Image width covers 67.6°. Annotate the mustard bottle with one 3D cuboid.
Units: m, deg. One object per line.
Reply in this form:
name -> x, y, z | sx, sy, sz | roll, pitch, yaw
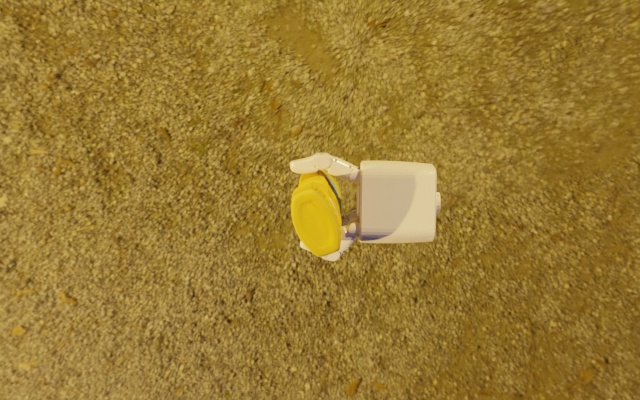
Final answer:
mustard bottle -> 0.000, 0.002, 0.703 | 0.058, 0.096, 0.191 | -22, 15, 10
